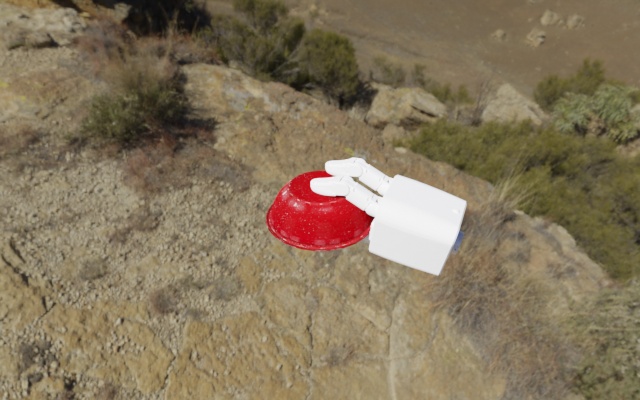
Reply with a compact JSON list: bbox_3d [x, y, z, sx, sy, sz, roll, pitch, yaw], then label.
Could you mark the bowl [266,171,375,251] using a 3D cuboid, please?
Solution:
[{"bbox_3d":[-0.001,0.002,0.690,0.162,0.055,0.162,-1,33,0],"label":"bowl"}]
